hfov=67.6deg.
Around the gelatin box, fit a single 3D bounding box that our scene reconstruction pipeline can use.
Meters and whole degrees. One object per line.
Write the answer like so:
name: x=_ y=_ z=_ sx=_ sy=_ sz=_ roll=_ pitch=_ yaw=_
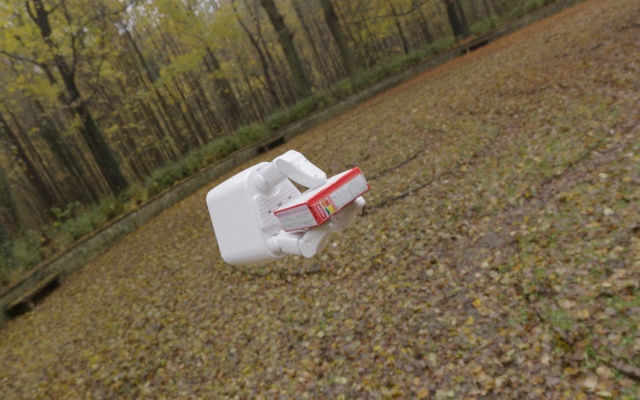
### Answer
gelatin box: x=0.000 y=0.001 z=0.510 sx=0.073 sy=0.030 sz=0.089 roll=-34 pitch=7 yaw=-28
